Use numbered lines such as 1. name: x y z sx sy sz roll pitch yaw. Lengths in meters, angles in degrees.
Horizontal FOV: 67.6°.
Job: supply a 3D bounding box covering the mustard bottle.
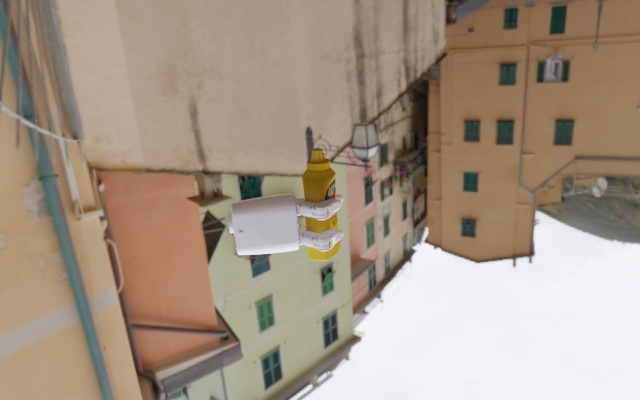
1. mustard bottle: 0.000 0.003 0.843 0.058 0.192 0.096 2 20 16
